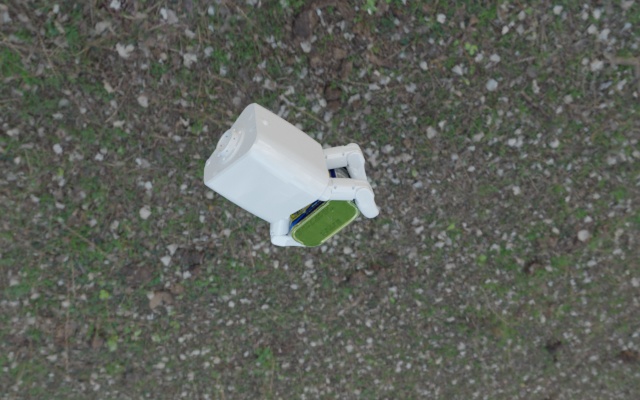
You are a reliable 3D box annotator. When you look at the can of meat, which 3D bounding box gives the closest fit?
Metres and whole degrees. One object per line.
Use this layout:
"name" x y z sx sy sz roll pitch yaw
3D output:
"can of meat" 0.000 0.002 0.641 0.102 0.083 0.057 -39 -53 24
